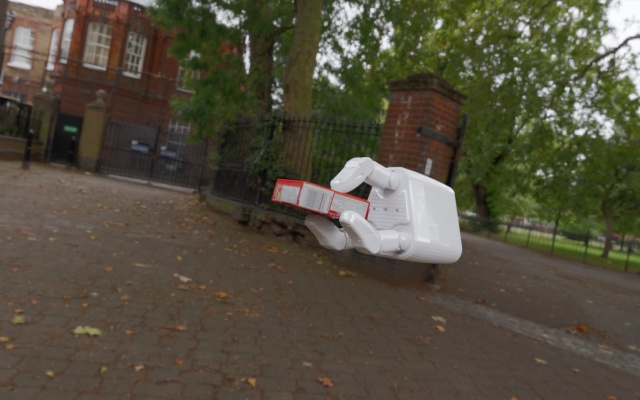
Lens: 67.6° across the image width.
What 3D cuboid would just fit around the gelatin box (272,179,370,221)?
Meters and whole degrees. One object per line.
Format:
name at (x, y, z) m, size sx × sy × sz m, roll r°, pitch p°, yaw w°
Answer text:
gelatin box at (0.000, 0.001, 0.538) m, size 0.089 × 0.030 × 0.073 m, roll 16°, pitch -3°, yaw -28°
